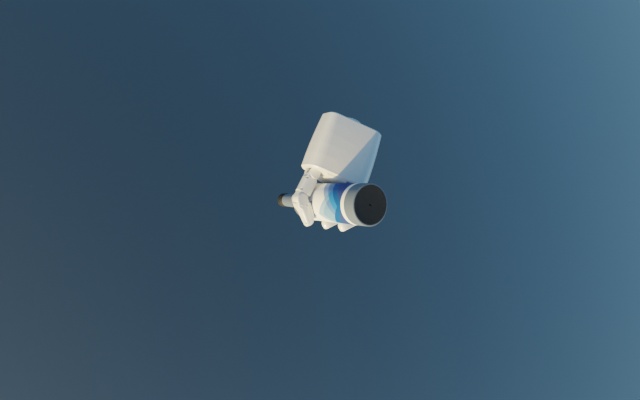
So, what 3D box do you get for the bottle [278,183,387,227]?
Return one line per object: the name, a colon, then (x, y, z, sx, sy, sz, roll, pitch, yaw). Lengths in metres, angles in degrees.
bottle: (0.000, 0.003, 0.851, 0.069, 0.069, 0.295, 0, 1, -31)
